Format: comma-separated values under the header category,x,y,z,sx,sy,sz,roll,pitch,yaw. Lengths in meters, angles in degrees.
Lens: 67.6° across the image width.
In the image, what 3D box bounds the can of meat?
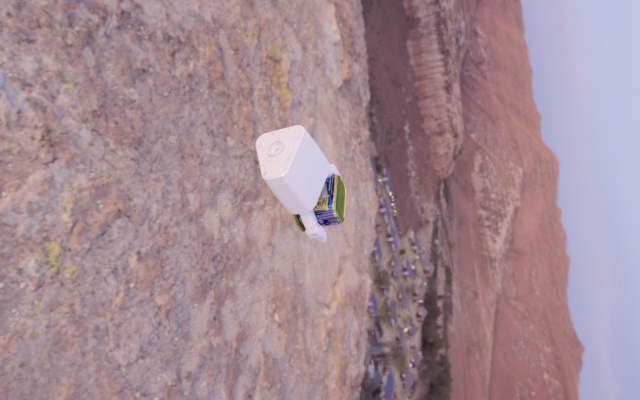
category,x,y,z,sx,sy,sz,roll,pitch,yaw
can of meat,0.000,0.003,0.897,0.084,0.102,0.057,-11,-40,21
